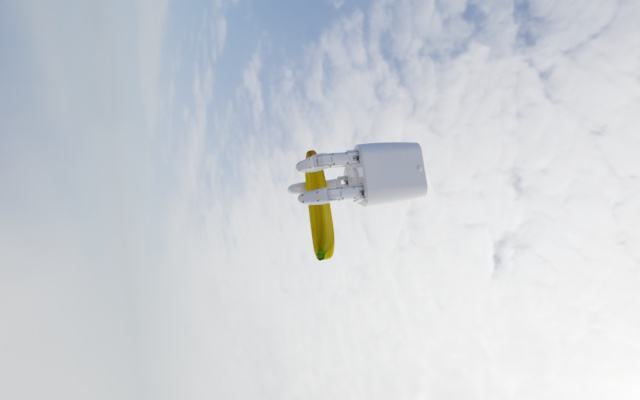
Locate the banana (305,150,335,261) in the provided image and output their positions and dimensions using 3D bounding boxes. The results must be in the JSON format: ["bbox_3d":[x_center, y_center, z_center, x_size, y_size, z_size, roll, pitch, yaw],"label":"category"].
[{"bbox_3d":[0.000,0.015,0.756,0.037,0.197,0.070,-5,-31,-5],"label":"banana"}]
